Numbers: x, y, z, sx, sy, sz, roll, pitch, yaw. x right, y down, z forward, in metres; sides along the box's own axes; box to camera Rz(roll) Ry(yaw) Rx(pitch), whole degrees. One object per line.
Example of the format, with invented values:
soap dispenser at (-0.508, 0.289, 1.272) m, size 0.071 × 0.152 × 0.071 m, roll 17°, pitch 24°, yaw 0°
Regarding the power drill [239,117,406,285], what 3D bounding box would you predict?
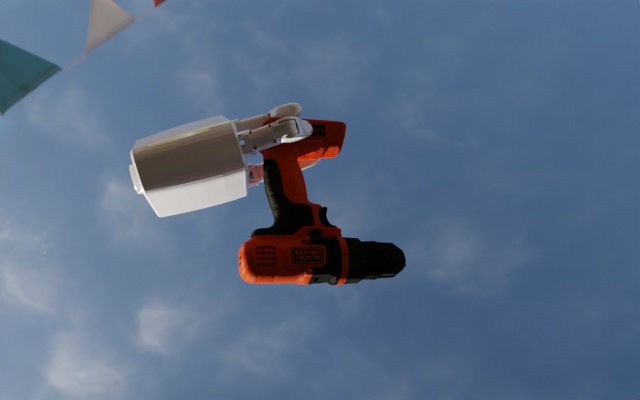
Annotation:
power drill at (0.000, 0.001, 0.536) m, size 0.184 × 0.187 × 0.057 m, roll 2°, pitch -23°, yaw -18°
